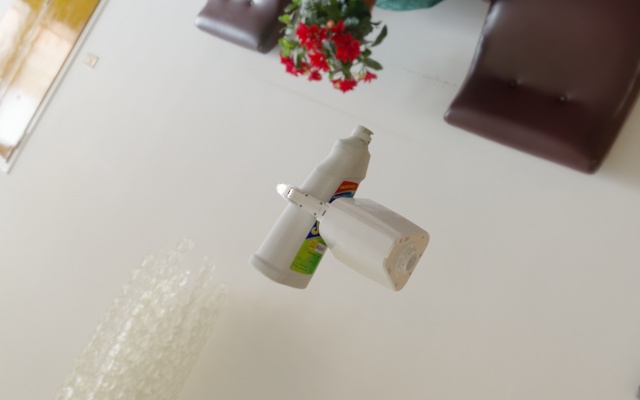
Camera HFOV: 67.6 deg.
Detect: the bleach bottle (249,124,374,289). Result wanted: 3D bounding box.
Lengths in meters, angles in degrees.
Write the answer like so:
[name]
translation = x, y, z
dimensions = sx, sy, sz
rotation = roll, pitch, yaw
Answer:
[bleach bottle]
translation = 0.000, 0.002, 0.690
dimensions = 0.068, 0.251, 0.102
rotation = 29, -1, 33
